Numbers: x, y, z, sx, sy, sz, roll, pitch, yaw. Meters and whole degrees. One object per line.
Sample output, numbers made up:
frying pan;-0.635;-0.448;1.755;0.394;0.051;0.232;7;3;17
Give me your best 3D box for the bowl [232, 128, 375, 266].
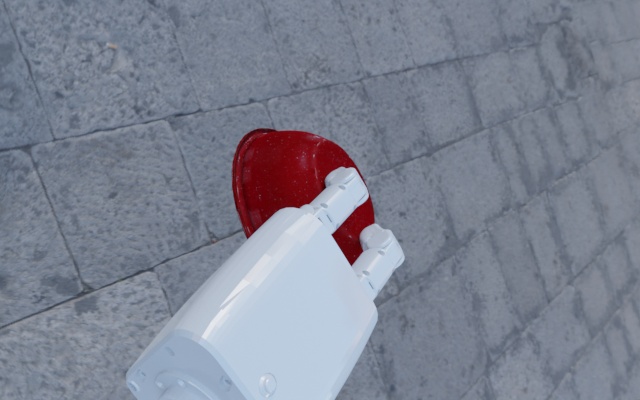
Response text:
bowl;0.001;0.000;0.408;0.055;0.162;0.162;-24;-12;27
